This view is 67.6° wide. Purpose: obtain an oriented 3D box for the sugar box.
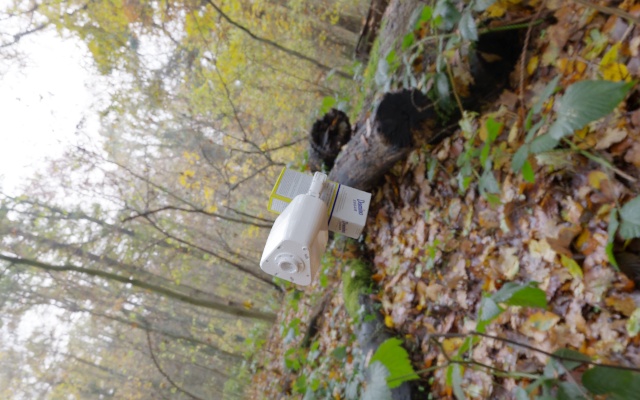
[{"bbox_3d":[0.000,0.003,0.882,0.176,0.048,0.093,20,43,-1],"label":"sugar box"}]
